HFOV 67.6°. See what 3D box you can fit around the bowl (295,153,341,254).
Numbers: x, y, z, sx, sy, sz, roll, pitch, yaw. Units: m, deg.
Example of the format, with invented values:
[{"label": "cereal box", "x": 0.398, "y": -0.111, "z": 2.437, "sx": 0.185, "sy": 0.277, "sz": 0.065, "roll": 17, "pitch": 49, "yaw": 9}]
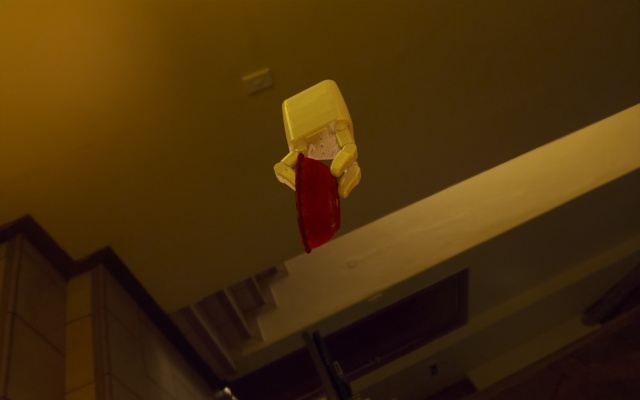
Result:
[{"label": "bowl", "x": 0.001, "y": 0.004, "z": 0.757, "sx": 0.055, "sy": 0.162, "sz": 0.162, "roll": -4, "pitch": -1, "yaw": 7}]
